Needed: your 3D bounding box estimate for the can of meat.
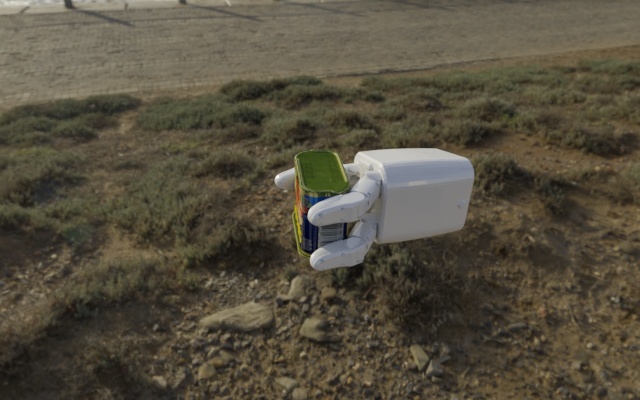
[{"bbox_3d":[0.000,0.001,0.526,0.057,0.084,0.102,-3,32,-8],"label":"can of meat"}]
